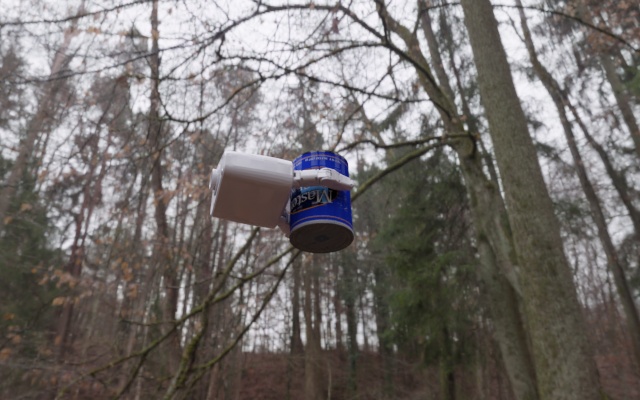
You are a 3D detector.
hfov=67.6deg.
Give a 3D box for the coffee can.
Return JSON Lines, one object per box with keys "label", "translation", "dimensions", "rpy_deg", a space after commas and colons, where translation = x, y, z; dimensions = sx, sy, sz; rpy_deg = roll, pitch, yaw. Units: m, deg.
{"label": "coffee can", "translation": [0.000, 0.003, 0.789], "dimensions": [0.103, 0.140, 0.103], "rpy_deg": [-1, -32, -1]}
